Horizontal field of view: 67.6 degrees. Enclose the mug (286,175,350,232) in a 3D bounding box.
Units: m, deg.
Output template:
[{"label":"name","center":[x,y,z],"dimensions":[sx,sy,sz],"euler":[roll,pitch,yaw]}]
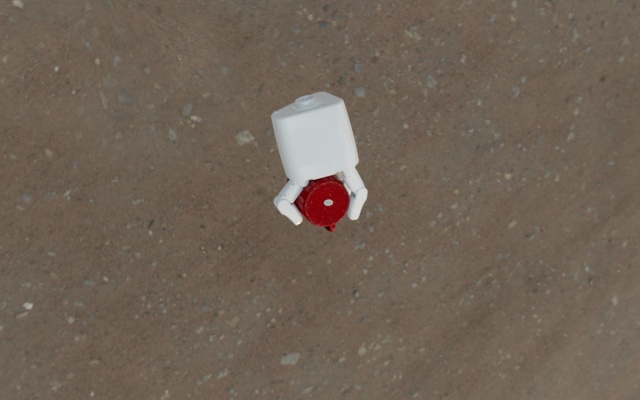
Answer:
[{"label":"mug","center":[0.000,0.004,0.802],"dimensions":[0.093,0.117,0.081],"euler":[-23,28,-13]}]
